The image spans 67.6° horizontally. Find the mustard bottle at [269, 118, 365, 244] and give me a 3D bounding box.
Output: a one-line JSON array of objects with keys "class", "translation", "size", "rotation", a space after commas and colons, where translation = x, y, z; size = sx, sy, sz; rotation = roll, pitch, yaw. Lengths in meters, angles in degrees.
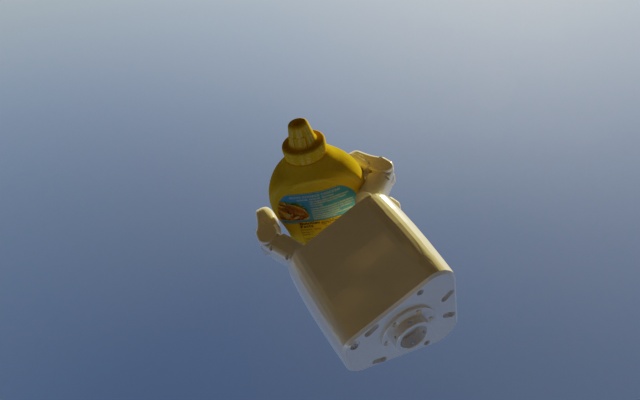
[{"class": "mustard bottle", "translation": [0.000, 0.002, 0.483], "size": [0.096, 0.192, 0.058], "rotation": [-10, 42, 8]}]
